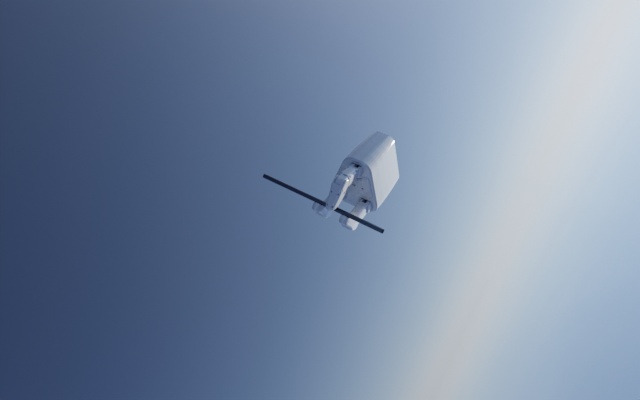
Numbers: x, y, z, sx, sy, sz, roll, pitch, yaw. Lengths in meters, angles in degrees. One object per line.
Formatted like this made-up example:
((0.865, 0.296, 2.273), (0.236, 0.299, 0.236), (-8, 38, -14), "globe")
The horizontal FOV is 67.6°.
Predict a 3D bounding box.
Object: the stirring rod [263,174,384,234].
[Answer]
((0.000, 0.003, 0.817), (0.239, 0.011, 0.011), (25, 9, 21), "stirring rod")
